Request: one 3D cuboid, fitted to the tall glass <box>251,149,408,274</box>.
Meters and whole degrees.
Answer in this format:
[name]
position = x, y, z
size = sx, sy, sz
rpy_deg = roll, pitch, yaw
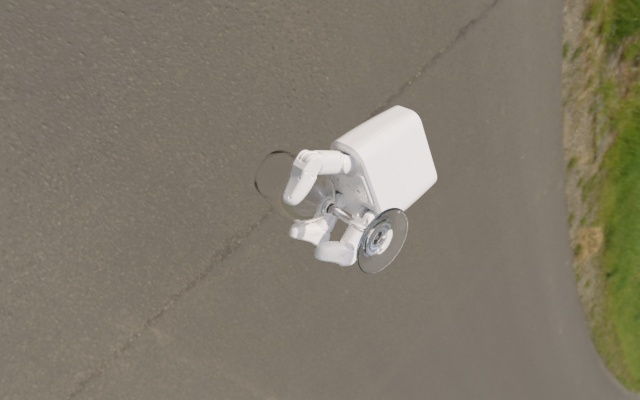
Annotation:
[tall glass]
position = 0.000, 0.002, 0.547
size = 0.079, 0.079, 0.201
rpy_deg = 0, 23, -45
